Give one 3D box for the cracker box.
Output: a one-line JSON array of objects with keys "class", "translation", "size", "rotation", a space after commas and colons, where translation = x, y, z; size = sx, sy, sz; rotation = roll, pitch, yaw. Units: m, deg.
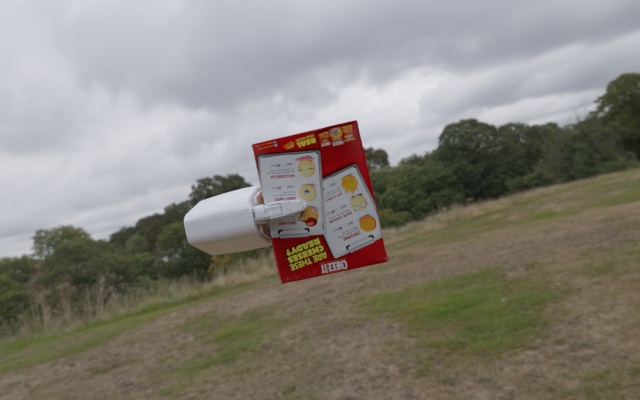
[{"class": "cracker box", "translation": [0.000, 0.002, 0.728], "size": [0.164, 0.213, 0.072], "rotation": [-13, -2, 6]}]
